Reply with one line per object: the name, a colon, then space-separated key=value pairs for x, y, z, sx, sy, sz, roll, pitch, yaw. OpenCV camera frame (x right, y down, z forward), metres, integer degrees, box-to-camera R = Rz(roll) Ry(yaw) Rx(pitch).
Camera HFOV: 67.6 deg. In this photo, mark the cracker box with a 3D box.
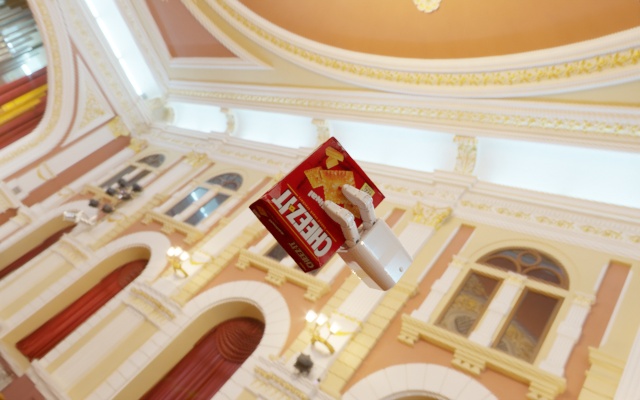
cracker box: x=0.000 y=0.003 z=0.899 sx=0.213 sy=0.164 sz=0.072 roll=-44 pitch=7 yaw=-32
